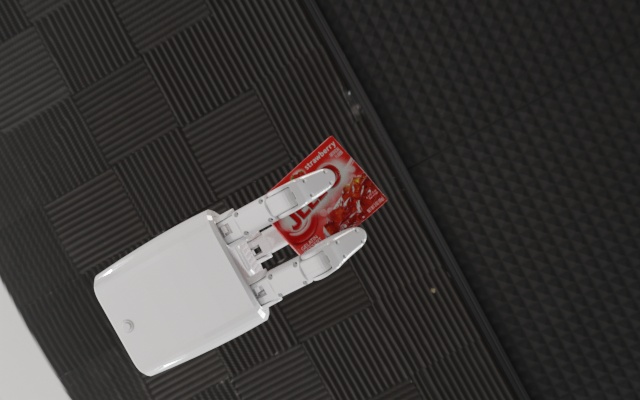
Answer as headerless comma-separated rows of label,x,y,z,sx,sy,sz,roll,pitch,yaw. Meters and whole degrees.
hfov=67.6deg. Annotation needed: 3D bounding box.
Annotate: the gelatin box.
gelatin box,0.000,0.001,0.411,0.089,0.073,0.030,-42,2,-4
